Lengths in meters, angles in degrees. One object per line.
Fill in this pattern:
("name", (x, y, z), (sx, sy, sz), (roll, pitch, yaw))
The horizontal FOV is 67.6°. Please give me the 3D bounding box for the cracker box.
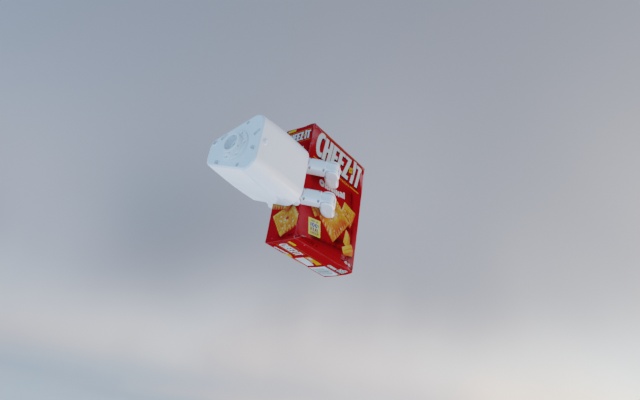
("cracker box", (0.000, 0.003, 0.817), (0.072, 0.213, 0.164), (-11, -33, 35))
